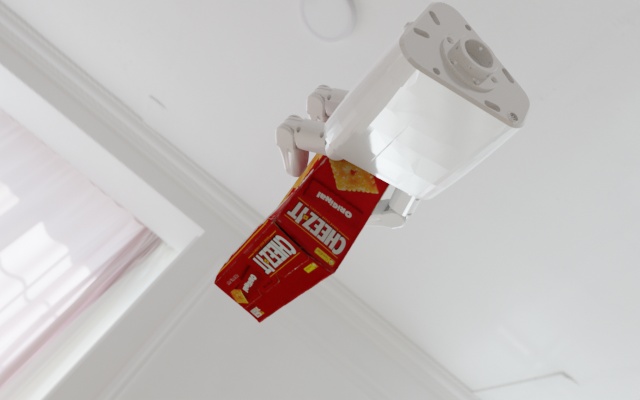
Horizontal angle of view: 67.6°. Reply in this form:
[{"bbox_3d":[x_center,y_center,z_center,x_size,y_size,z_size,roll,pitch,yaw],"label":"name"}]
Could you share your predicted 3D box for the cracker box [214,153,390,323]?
[{"bbox_3d":[0.000,0.002,0.479,0.213,0.072,0.164,-53,5,-38],"label":"cracker box"}]
